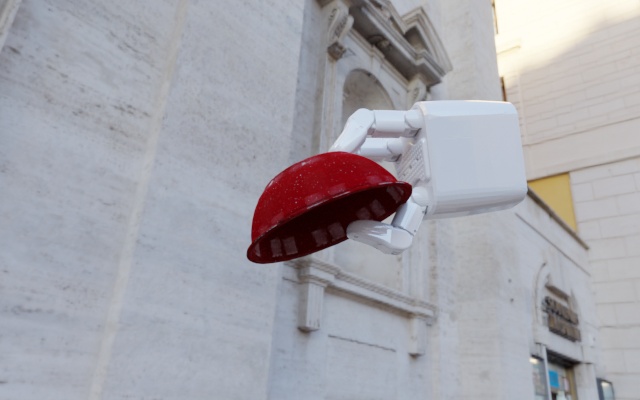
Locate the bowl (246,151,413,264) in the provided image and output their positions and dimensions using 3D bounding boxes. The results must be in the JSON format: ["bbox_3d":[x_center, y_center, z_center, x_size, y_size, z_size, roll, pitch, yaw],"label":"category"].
[{"bbox_3d":[-0.001,0.001,0.441,0.162,0.055,0.162,-21,-17,-7],"label":"bowl"}]
